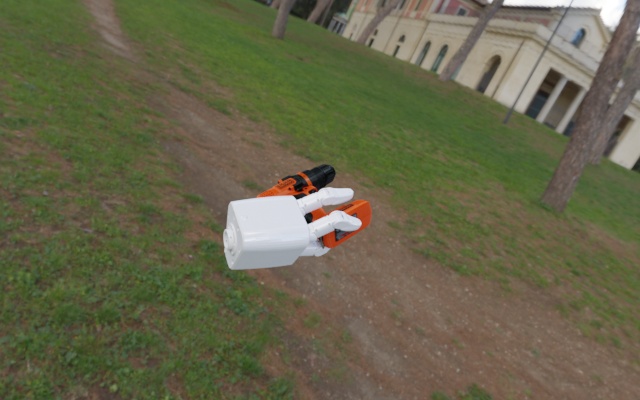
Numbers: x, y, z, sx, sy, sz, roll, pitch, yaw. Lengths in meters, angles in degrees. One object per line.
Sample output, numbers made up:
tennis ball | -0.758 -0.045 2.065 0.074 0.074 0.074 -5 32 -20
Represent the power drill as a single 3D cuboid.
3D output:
power drill | 0.000 0.003 0.858 0.184 0.057 0.187 -31 38 -30
